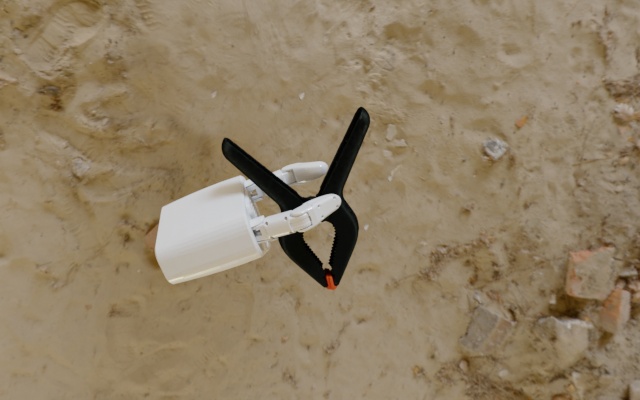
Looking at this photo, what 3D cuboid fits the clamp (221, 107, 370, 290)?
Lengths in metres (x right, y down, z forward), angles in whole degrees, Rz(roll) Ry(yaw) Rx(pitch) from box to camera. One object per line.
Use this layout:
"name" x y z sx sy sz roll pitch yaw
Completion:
"clamp" 0.000 0.003 0.546 0.164 0.210 0.036 -19 18 1
